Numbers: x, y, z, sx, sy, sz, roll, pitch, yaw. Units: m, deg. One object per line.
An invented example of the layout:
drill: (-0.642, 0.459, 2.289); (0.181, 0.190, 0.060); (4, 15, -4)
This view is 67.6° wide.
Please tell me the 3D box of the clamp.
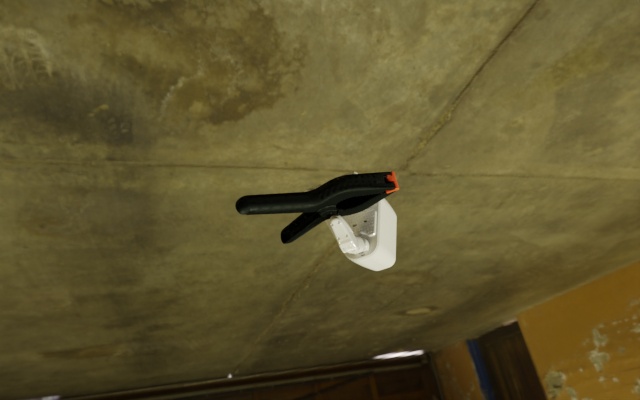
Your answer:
clamp: (0.001, 0.003, 0.653); (0.210, 0.036, 0.165); (-21, -24, 18)
